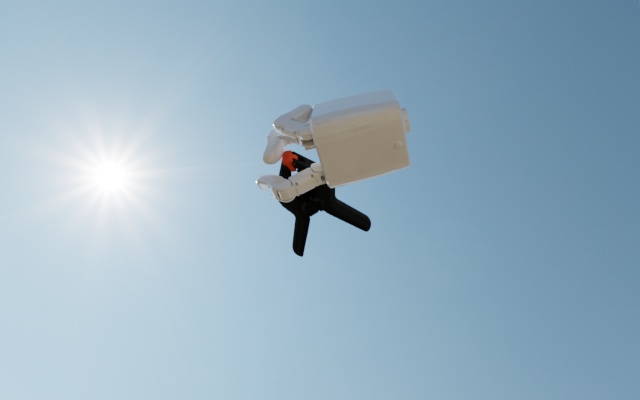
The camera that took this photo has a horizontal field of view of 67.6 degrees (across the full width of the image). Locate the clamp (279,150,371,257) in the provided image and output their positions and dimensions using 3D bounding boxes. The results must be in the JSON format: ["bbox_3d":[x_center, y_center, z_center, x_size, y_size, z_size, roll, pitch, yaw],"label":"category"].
[{"bbox_3d":[0.000,0.002,0.655,0.120,0.172,0.039,-19,40,-1],"label":"clamp"}]
